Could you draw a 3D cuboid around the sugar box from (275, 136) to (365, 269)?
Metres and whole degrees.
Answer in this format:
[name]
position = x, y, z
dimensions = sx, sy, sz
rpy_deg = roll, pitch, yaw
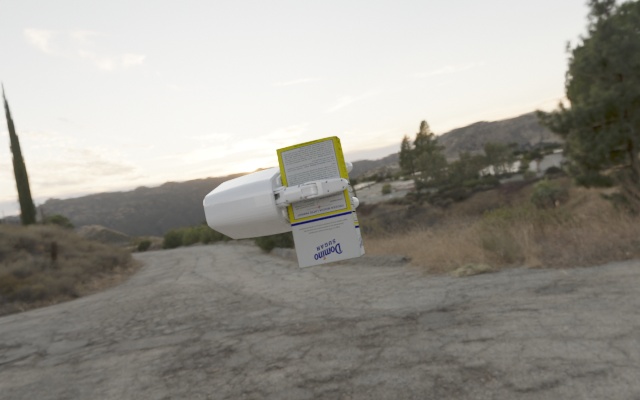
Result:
[sugar box]
position = 0.000, 0.002, 0.689
dimensions = 0.093, 0.176, 0.048
rpy_deg = -12, -2, 13
